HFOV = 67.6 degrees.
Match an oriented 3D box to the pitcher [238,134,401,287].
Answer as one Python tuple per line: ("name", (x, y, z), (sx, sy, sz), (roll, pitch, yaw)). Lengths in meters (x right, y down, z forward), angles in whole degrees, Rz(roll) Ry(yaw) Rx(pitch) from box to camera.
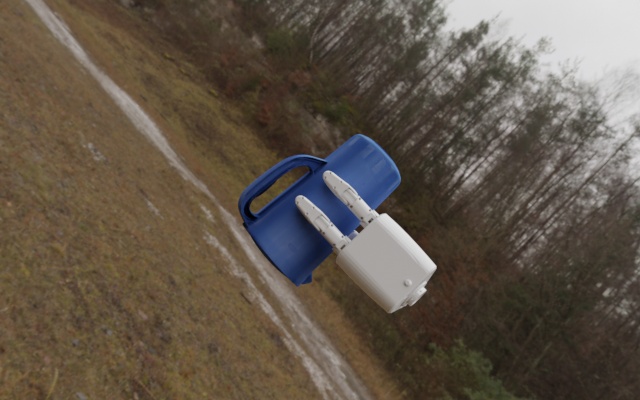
("pitcher", (0.000, 0.003, 0.752), (0.145, 0.243, 0.149), (46, -6, 22))
